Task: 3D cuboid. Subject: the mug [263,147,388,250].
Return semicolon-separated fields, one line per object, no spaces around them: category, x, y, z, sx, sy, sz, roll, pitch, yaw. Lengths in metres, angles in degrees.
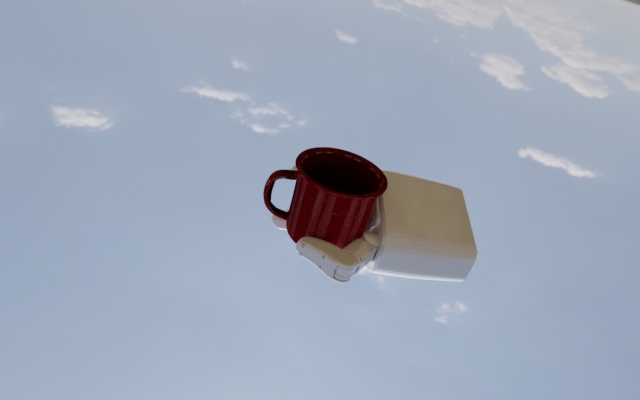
mug;-0.001;0.002;0.483;0.117;0.081;0.093;9;33;-12
